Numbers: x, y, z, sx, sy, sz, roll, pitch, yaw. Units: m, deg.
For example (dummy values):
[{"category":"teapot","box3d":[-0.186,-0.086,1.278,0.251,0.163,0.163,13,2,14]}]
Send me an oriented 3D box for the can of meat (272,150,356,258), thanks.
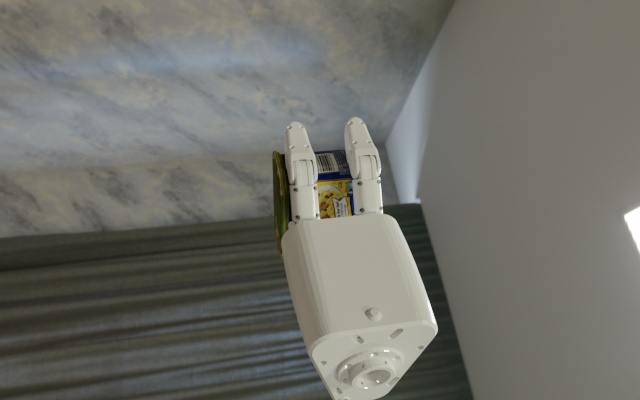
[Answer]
[{"category":"can of meat","box3d":[0.000,0.001,0.449,0.084,0.102,0.057,-5,38,-10]}]
